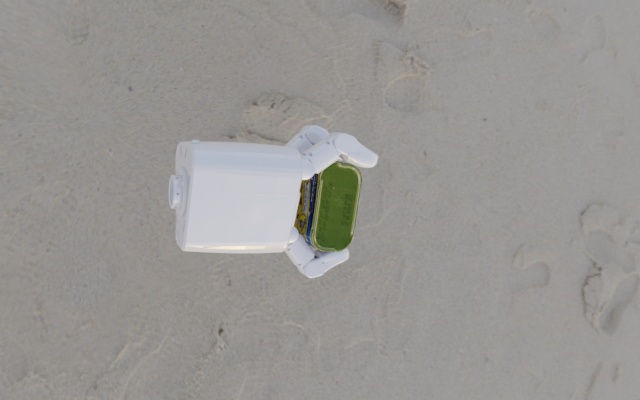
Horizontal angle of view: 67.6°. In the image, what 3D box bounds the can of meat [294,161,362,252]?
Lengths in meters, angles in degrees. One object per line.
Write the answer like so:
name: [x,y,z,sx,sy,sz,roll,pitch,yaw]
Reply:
can of meat: [0.000,0.002,0.538,0.057,0.102,0.084,4,7,-26]
